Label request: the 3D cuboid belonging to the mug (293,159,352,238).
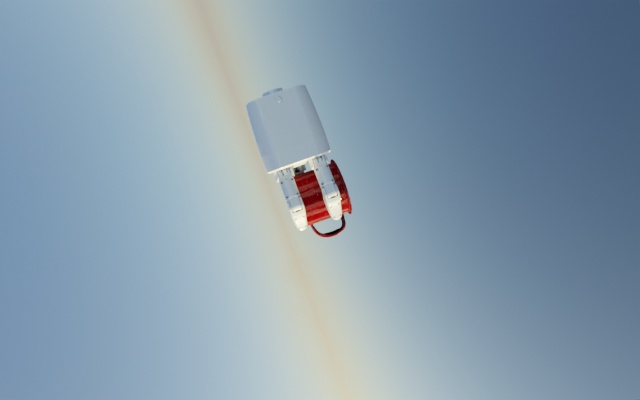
[{"bbox_3d":[0.000,0.004,0.762,0.081,0.117,0.093,-20,5,-5],"label":"mug"}]
